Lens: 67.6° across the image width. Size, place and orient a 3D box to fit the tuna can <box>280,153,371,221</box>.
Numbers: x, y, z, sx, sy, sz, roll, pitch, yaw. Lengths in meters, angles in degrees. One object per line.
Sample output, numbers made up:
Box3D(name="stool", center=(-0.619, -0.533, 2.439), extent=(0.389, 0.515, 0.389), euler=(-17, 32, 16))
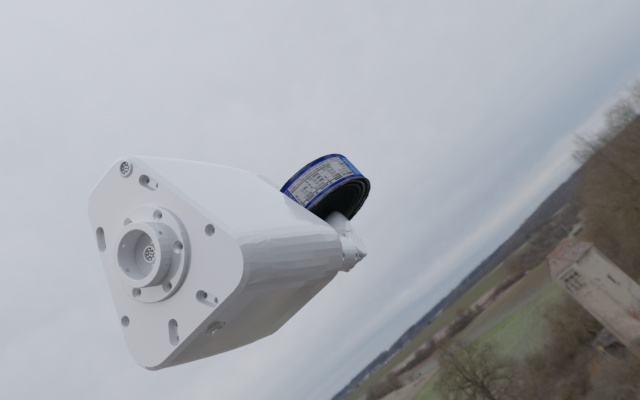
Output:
Box3D(name="tuna can", center=(0.000, 0.001, 0.409), extent=(0.033, 0.086, 0.086), euler=(49, 23, 22))
